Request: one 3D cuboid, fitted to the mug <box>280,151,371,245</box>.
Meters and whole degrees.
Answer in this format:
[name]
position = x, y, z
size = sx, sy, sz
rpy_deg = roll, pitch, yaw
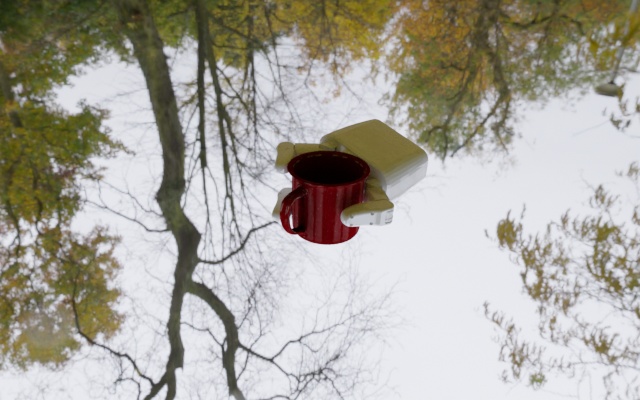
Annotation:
[mug]
position = -0.001, 0.003, 0.544
size = 0.093, 0.081, 0.117
rpy_deg = 24, 36, 34
